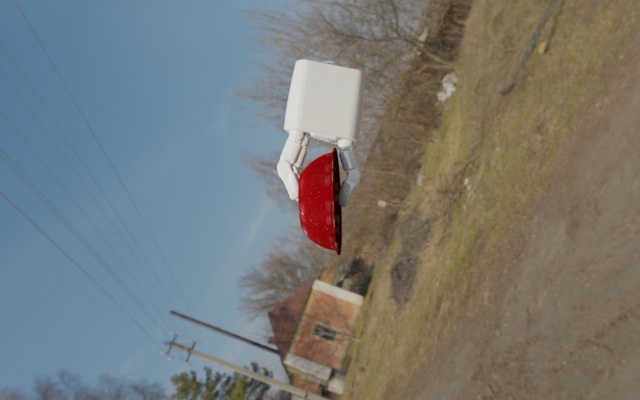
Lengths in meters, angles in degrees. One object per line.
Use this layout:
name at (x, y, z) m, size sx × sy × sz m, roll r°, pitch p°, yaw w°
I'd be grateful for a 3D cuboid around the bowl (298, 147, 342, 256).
bowl at (0.000, 0.004, 0.714) m, size 0.055 × 0.162 × 0.162 m, roll -3°, pitch 0°, yaw 6°
